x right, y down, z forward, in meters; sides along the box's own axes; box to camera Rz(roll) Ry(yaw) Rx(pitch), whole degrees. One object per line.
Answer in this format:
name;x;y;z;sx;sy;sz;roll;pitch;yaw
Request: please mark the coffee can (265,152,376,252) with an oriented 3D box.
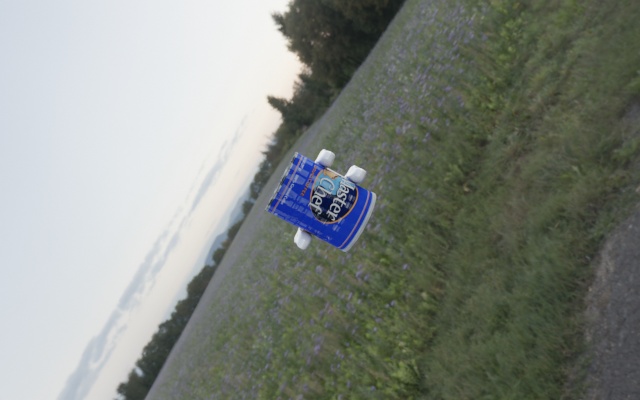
coffee can;0.000;0.003;0.736;0.140;0.103;0.103;28;-4;-7
